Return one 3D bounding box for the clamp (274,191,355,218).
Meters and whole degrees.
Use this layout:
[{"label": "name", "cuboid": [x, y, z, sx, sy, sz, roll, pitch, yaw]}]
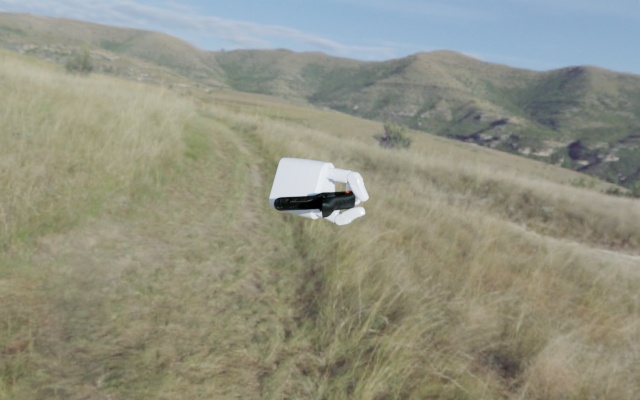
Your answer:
[{"label": "clamp", "cuboid": [0.000, 0.002, 0.873, 0.120, 0.039, 0.171, 12, 11, 28]}]
